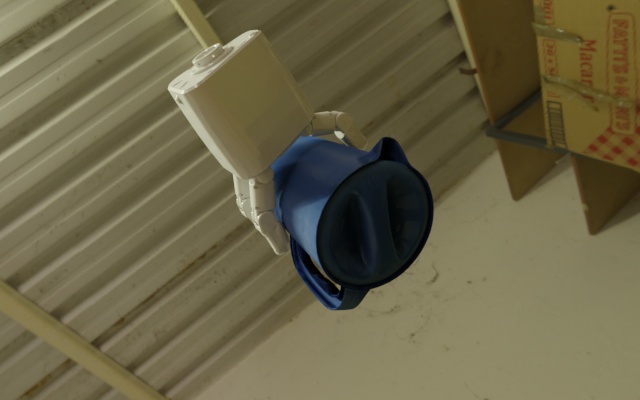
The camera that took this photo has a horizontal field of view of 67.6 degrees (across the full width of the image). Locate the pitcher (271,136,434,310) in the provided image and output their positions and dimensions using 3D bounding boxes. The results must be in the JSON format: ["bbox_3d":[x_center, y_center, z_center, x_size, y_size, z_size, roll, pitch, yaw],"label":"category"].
[{"bbox_3d":[0.000,0.002,0.550,0.149,0.145,0.242,-40,31,-11],"label":"pitcher"}]
